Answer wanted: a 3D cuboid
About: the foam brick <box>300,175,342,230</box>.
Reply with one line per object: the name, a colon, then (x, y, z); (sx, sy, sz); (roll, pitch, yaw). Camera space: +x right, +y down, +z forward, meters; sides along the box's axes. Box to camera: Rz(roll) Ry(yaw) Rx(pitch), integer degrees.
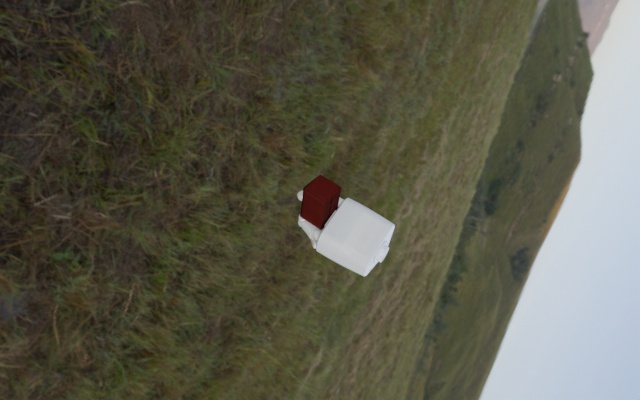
foam brick: (0.000, 0.003, 0.881); (0.051, 0.078, 0.053); (32, 51, 20)
